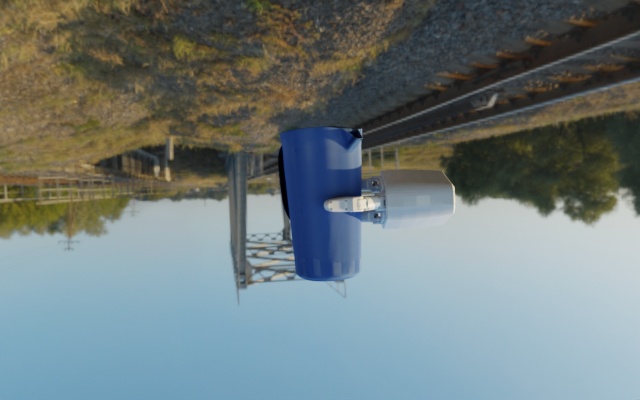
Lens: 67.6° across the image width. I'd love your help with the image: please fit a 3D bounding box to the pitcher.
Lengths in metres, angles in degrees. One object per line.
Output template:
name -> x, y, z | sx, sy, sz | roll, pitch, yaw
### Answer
pitcher -> 0.000, 0.003, 0.785 | 0.145, 0.243, 0.149 | -3, 2, 1
